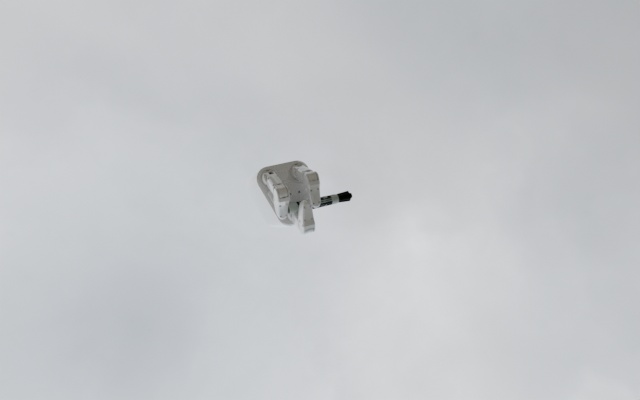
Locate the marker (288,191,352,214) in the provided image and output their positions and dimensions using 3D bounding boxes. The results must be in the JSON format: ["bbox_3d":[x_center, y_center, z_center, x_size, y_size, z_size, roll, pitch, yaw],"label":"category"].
[{"bbox_3d":[0.000,0.003,0.825,0.121,0.020,0.020,-13,5,-23],"label":"marker"}]
